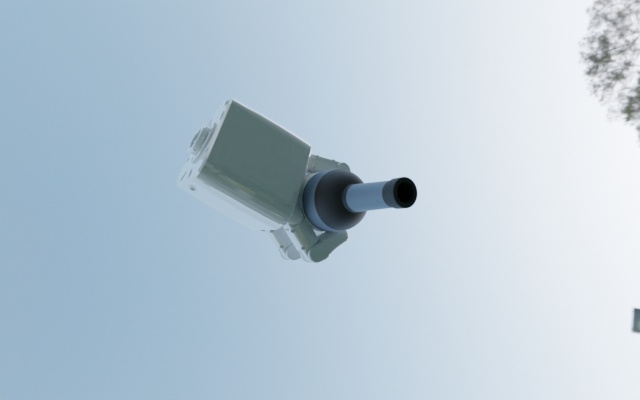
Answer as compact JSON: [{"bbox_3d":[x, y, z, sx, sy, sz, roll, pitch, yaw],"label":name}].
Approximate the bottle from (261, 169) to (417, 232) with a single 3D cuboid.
[{"bbox_3d":[0.000,0.002,0.538,0.069,0.069,0.296,0,-3,-30],"label":"bottle"}]
